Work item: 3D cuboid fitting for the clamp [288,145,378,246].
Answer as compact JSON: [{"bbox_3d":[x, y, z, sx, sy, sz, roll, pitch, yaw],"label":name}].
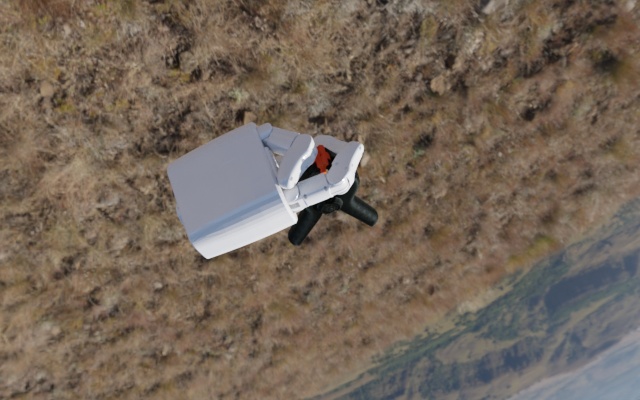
[{"bbox_3d":[0.000,0.002,0.572,0.120,0.039,0.172,-24,-36,2],"label":"clamp"}]
